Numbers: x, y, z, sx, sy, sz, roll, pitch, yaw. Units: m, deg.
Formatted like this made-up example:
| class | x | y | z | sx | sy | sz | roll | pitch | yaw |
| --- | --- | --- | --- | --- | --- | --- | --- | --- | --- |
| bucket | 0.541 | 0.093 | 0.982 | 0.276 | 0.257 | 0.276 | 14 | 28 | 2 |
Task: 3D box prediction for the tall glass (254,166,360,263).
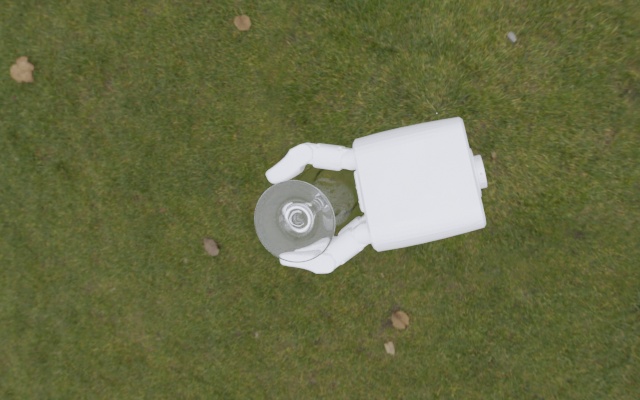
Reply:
| class | x | y | z | sx | sy | sz | roll | pitch | yaw |
| --- | --- | --- | --- | --- | --- | --- | --- | --- | --- |
| tall glass | 0.000 | 0.002 | 0.513 | 0.079 | 0.079 | 0.201 | 0 | 10 | 13 |
